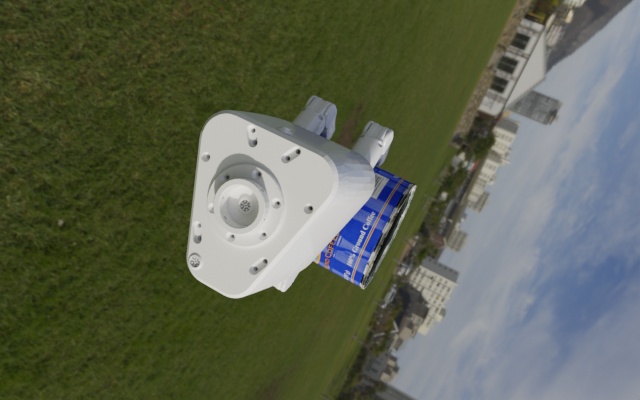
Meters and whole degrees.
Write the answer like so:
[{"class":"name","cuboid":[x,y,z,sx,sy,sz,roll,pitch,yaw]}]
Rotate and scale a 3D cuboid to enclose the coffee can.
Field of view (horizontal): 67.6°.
[{"class":"coffee can","cuboid":[0.000,0.001,0.431,0.140,0.103,0.103,27,6,13]}]
